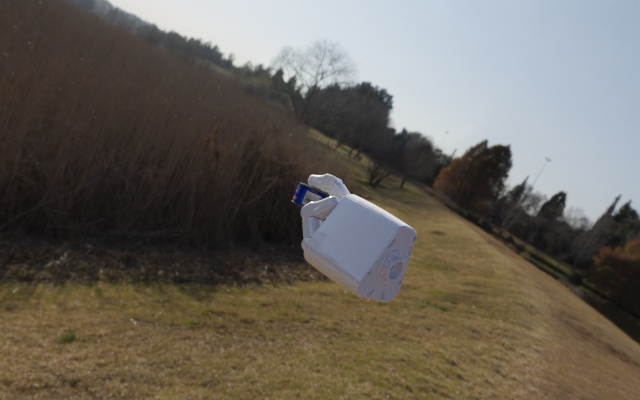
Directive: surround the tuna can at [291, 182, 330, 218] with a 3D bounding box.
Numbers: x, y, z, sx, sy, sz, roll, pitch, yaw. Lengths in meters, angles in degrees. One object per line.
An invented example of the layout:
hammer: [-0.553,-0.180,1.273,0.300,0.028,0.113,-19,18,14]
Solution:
tuna can: [0.000,0.002,0.747,0.086,0.034,0.086,23,4,-2]
